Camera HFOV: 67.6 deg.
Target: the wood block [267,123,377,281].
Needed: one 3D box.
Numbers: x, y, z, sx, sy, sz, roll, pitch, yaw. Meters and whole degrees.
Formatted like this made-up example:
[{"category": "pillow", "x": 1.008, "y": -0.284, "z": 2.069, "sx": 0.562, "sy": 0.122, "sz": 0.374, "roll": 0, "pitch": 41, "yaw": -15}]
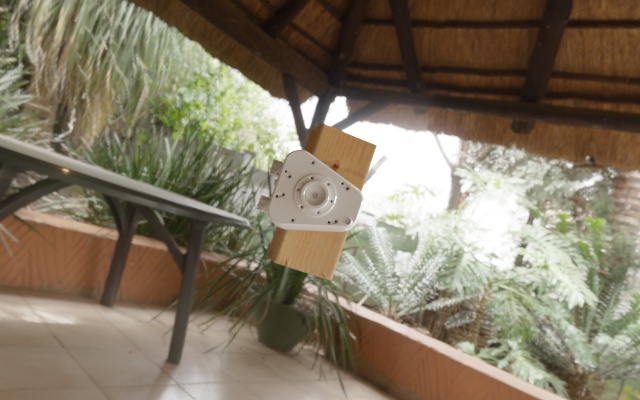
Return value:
[{"category": "wood block", "x": 0.001, "y": 0.002, "z": 0.713, "sx": 0.091, "sy": 0.206, "sz": 0.090, "roll": 20, "pitch": -3, "yaw": -12}]
